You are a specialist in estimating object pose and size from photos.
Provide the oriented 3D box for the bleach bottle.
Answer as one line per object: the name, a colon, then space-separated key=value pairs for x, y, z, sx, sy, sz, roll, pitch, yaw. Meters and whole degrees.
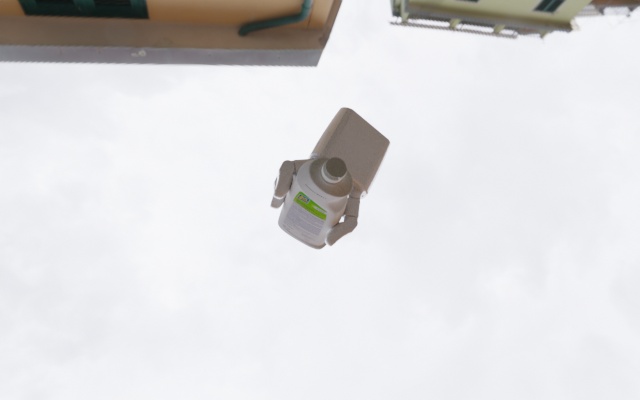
bleach bottle: x=0.000 y=0.002 z=0.724 sx=0.102 sy=0.068 sz=0.251 roll=29 pitch=-23 yaw=-2
